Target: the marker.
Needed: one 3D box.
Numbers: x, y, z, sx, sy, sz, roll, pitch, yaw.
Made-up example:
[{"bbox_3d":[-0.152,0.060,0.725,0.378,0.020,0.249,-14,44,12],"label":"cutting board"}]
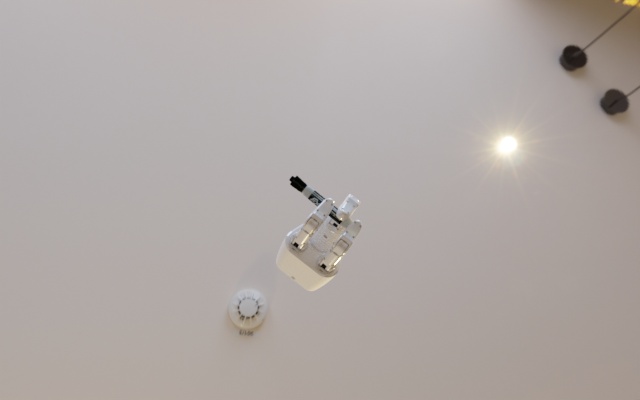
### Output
[{"bbox_3d":[0.000,0.002,0.746,0.121,0.020,0.020,39,2,3],"label":"marker"}]
